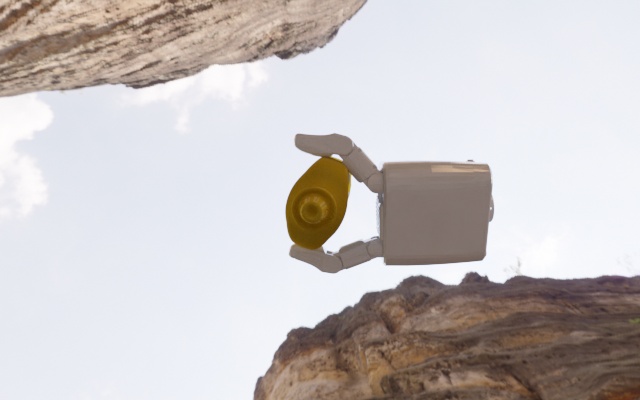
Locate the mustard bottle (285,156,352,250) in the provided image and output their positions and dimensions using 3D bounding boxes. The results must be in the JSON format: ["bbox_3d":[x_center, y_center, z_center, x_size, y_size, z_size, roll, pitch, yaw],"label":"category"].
[{"bbox_3d":[0.000,0.002,0.504,0.058,0.096,0.191,23,7,1],"label":"mustard bottle"}]
